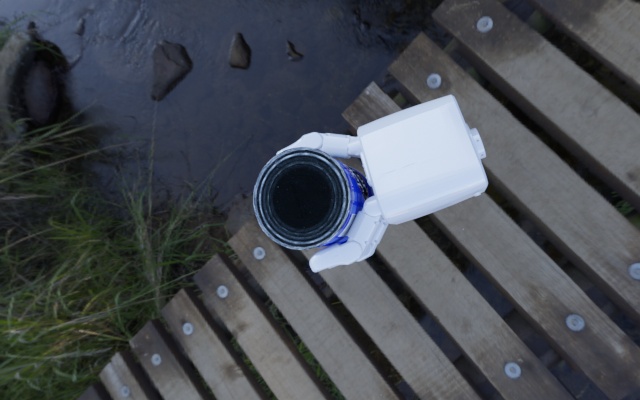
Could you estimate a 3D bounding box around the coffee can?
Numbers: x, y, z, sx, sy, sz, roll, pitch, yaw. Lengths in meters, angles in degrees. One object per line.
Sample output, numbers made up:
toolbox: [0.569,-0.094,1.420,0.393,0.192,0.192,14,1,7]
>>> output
coffee can: [0.000,0.002,0.536,0.103,0.103,0.140,0,-3,17]
